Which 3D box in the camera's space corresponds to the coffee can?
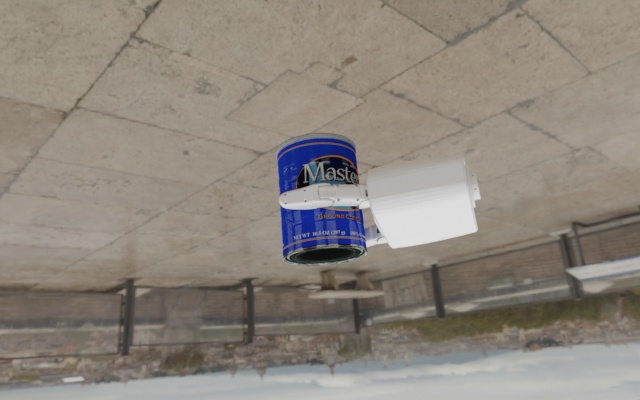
[{"bbox_3d":[0.000,0.002,0.591,0.103,0.140,0.103,-4,-18,-1],"label":"coffee can"}]
